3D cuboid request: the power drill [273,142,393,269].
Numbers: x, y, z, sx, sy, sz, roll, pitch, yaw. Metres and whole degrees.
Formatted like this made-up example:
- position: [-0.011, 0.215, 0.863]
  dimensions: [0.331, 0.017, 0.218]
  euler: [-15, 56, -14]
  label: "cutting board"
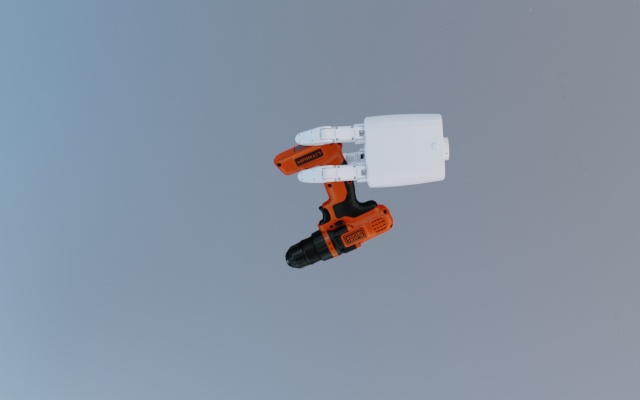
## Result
- position: [0.000, 0.002, 0.745]
  dimensions: [0.184, 0.188, 0.057]
  euler: [-25, 19, 3]
  label: "power drill"
